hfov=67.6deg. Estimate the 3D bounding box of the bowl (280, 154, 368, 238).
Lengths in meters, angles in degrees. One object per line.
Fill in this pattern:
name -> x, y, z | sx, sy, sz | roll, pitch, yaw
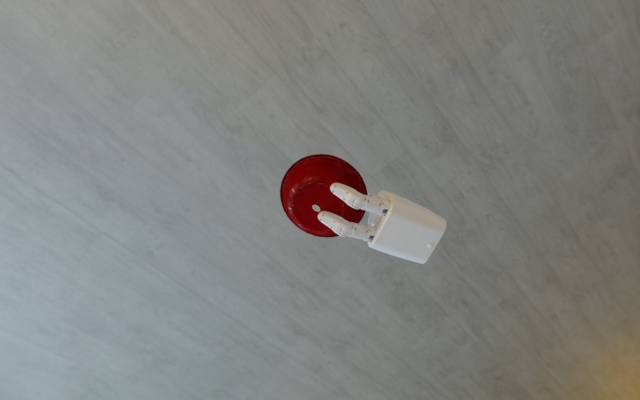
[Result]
bowl -> -0.001, 0.003, 0.839 | 0.162, 0.162, 0.055 | 0, 21, 12
